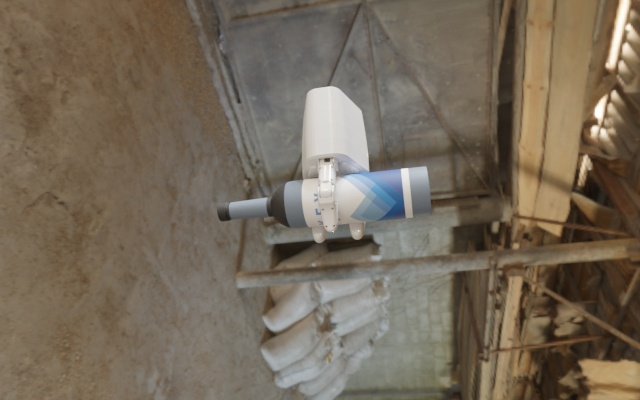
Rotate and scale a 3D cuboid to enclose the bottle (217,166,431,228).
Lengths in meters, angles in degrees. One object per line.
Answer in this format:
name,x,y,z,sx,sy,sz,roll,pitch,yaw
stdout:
bottle,0.000,0.002,0.662,0.296,0.069,0.069,-6,-1,10
